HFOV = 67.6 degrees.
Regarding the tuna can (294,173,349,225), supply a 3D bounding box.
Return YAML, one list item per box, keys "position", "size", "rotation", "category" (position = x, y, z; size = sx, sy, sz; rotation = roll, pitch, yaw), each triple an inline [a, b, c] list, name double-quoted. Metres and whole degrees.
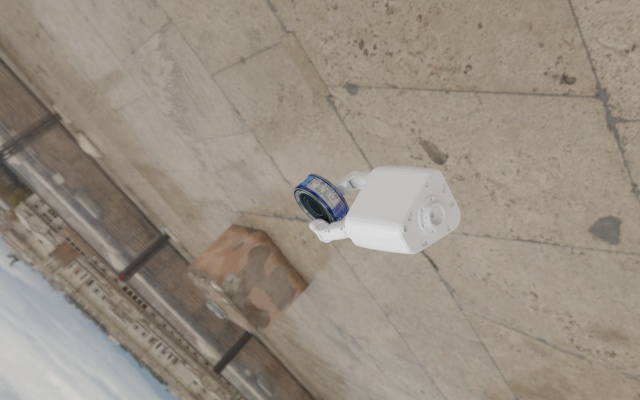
- position: [0.000, 0.003, 0.723]
  size: [0.033, 0.086, 0.086]
  rotation: [-45, 20, -21]
  category: "tuna can"
